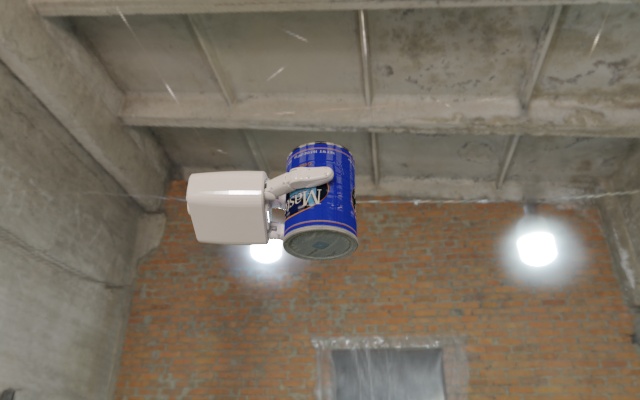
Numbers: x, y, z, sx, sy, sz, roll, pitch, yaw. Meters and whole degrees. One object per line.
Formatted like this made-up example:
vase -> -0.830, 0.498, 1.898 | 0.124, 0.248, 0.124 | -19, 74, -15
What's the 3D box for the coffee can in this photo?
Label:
coffee can -> 0.000, 0.002, 0.682 | 0.103, 0.140, 0.103 | 0, -30, 0
